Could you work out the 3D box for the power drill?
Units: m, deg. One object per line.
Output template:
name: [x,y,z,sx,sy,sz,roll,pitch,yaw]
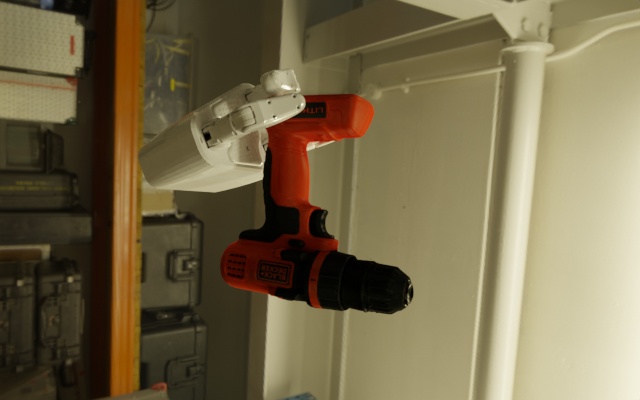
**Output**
power drill: [0.000,0.001,0.431,0.184,0.187,0.057,5,-6,24]
